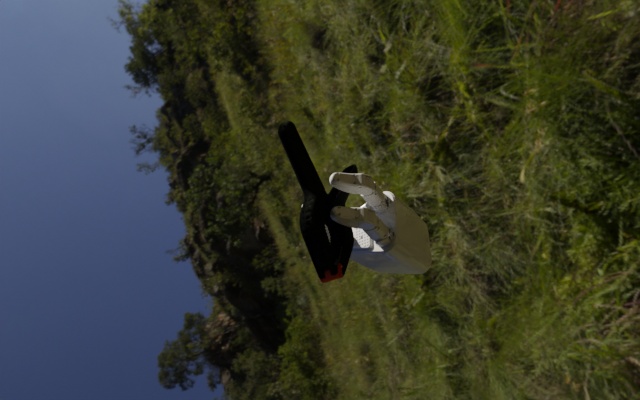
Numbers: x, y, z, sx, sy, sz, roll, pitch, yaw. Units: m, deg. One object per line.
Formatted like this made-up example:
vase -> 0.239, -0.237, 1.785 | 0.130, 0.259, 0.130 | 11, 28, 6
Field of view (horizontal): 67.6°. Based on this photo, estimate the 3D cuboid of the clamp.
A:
clamp -> 0.000, 0.003, 0.633 | 0.036, 0.209, 0.165 | -24, -40, 32
